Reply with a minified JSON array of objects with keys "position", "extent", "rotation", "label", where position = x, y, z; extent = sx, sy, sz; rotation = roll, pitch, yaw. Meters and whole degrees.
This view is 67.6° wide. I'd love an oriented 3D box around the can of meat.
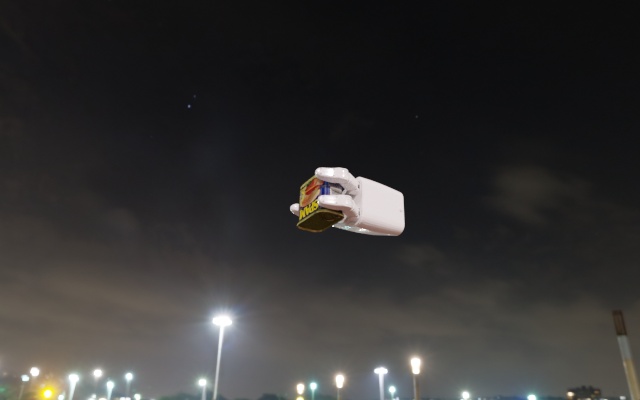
[{"position":[0.000,0.003,0.897],"extent":[0.057,0.084,0.102],"rotation":[15,-28,-27],"label":"can of meat"}]
